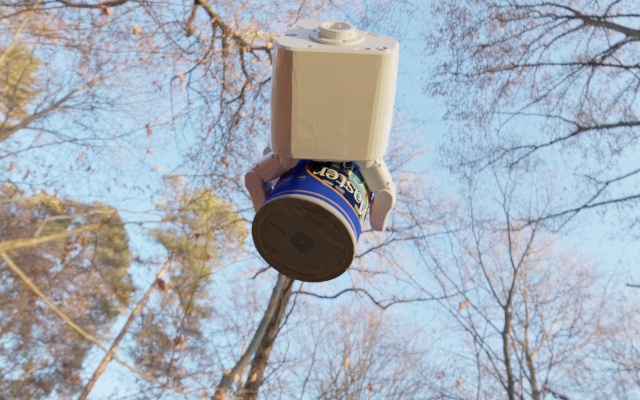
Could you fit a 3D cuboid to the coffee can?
[{"bbox_3d":[0.000,0.002,0.504,0.103,0.103,0.140,0,34,18],"label":"coffee can"}]
